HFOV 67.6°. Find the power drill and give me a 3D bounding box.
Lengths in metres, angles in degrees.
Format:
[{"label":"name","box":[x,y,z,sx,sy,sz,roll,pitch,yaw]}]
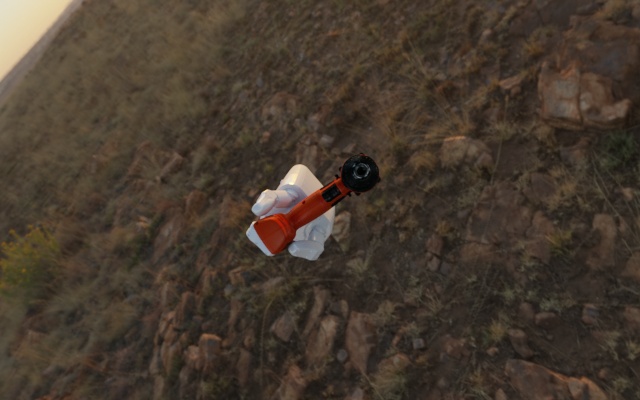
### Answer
[{"label":"power drill","box":[0.000,0.002,0.670,0.187,0.057,0.184,-33,-3,4]}]
